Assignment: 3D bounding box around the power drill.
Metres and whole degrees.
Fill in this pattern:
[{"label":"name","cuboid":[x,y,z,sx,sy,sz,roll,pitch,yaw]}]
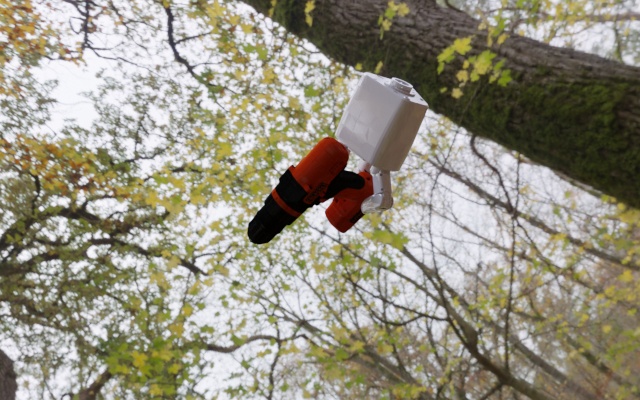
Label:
[{"label":"power drill","cuboid":[0.000,0.002,0.699,0.184,0.057,0.188,-45,-26,17]}]
